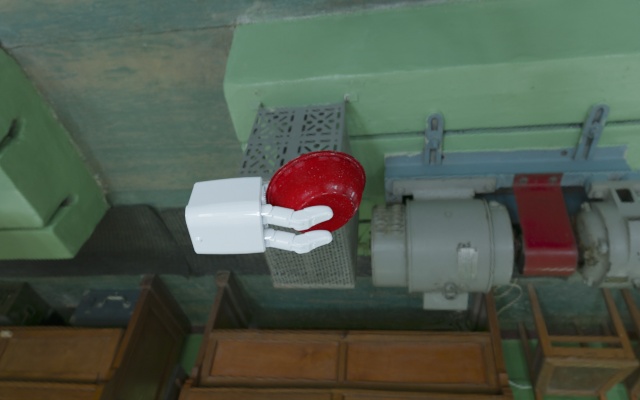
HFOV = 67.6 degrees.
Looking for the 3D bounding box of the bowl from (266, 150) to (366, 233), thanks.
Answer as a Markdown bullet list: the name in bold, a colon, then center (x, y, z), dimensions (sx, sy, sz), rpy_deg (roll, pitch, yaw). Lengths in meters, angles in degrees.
- **bowl**: center (0.001, 0.002, 0.728), dimensions (0.162, 0.055, 0.162), rpy_deg (-11, -42, -10)
